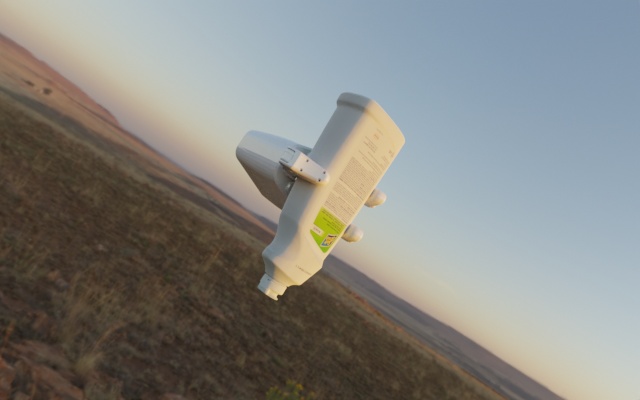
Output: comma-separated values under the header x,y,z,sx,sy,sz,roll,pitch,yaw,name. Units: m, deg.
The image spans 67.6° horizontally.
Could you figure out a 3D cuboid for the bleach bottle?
x,y,z,sx,sy,sz,roll,pitch,yaw,name
0.000,0.002,0.572,0.068,0.251,0.103,27,-8,46,bleach bottle
